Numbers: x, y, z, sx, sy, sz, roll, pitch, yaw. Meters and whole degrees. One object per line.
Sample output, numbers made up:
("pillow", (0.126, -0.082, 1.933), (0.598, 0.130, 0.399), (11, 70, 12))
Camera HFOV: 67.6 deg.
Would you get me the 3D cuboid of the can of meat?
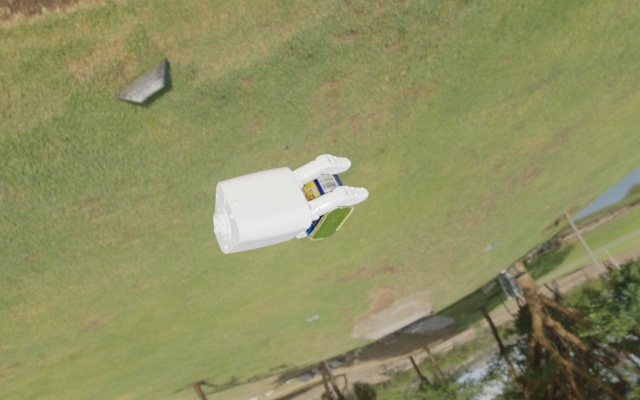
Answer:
("can of meat", (0.000, 0.003, 0.736), (0.057, 0.084, 0.102), (-11, -29, -31))
